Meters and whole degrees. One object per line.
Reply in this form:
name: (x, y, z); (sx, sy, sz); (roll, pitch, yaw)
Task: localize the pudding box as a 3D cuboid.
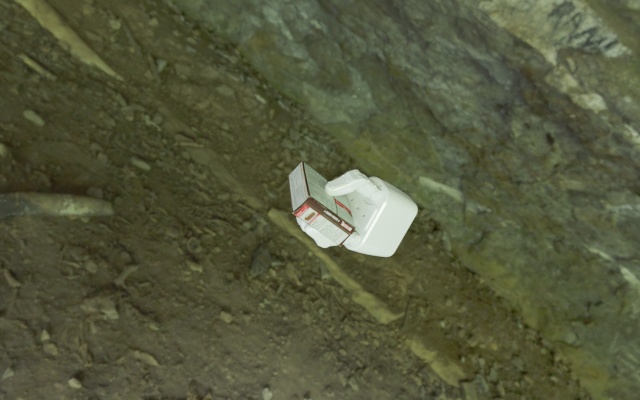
pudding box: (0.000, 0.002, 0.685); (0.090, 0.039, 0.113); (35, 18, -23)
